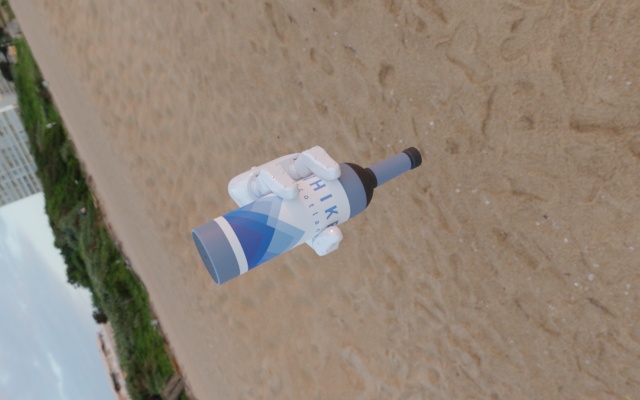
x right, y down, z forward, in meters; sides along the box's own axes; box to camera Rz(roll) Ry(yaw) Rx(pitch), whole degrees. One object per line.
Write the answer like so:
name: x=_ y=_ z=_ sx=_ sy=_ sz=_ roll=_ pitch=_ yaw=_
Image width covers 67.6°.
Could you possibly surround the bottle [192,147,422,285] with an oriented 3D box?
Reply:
bottle: x=0.000 y=0.002 z=0.563 sx=0.295 sy=0.069 sz=0.069 roll=-26 pitch=10 yaw=-22
